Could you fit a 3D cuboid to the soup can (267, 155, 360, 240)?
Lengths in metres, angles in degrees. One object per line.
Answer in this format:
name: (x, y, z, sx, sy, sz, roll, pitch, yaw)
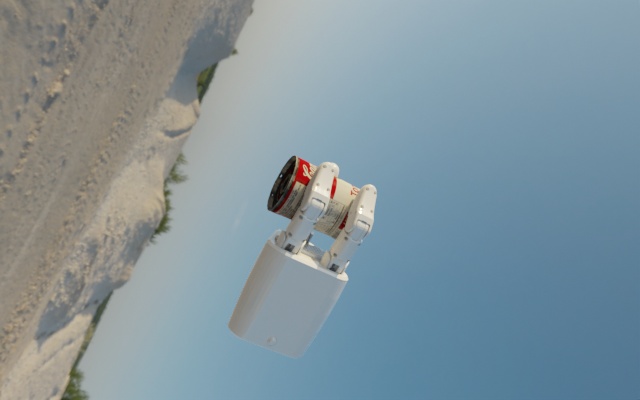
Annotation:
soup can: (0.001, 0.001, 0.542, 0.102, 0.068, 0.068, 26, -8, -17)
